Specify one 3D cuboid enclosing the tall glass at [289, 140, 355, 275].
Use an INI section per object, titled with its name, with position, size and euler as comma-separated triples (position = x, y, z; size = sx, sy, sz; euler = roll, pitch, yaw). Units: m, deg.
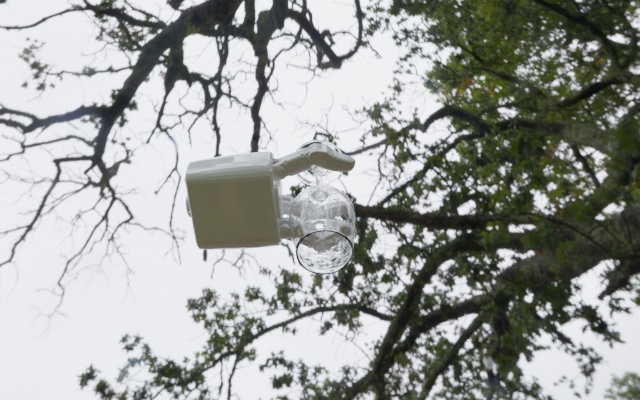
[tall glass]
position = 0.000, 0.001, 0.591
size = 0.079, 0.079, 0.201
euler = 0, 33, -3
